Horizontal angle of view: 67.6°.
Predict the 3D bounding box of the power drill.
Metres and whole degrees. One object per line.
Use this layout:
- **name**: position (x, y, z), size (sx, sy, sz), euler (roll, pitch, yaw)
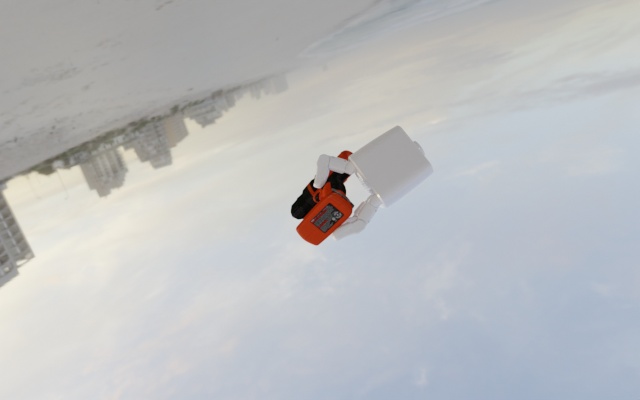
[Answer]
- **power drill**: position (0.000, 0.003, 0.896), size (0.057, 0.184, 0.187), euler (36, 24, -16)
